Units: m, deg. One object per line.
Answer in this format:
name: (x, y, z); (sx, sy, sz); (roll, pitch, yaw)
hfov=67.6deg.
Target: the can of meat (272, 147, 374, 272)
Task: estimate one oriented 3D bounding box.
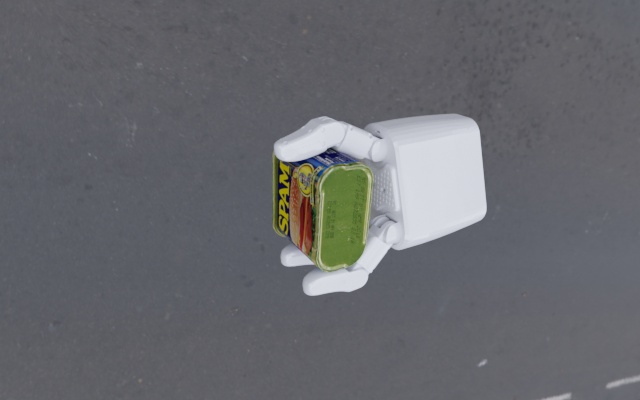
can of meat: (0.000, 0.001, 0.425); (0.057, 0.102, 0.084); (-10, 26, -28)
